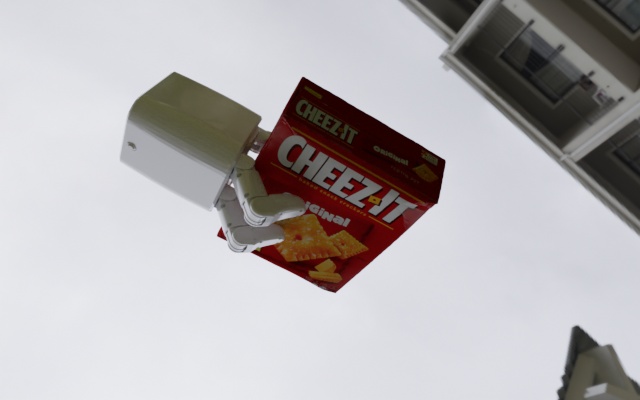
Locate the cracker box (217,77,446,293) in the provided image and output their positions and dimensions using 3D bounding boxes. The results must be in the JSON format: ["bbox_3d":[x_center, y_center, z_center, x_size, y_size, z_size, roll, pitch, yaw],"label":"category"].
[{"bbox_3d":[0.000,0.002,0.510,0.164,0.072,0.214,28,-42,-9],"label":"cracker box"}]
